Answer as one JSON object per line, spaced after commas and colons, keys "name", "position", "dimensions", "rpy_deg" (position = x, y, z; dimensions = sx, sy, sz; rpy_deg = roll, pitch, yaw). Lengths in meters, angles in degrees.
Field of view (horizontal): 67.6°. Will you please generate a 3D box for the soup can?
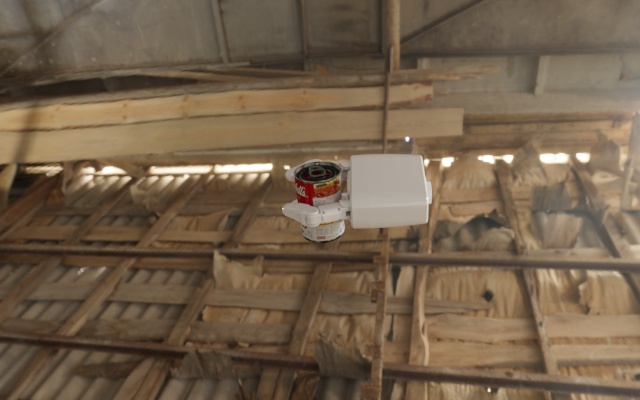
{"name": "soup can", "position": [0.000, 0.003, 0.701], "dimensions": [0.068, 0.102, 0.068], "rpy_deg": [-4, 29, 2]}
